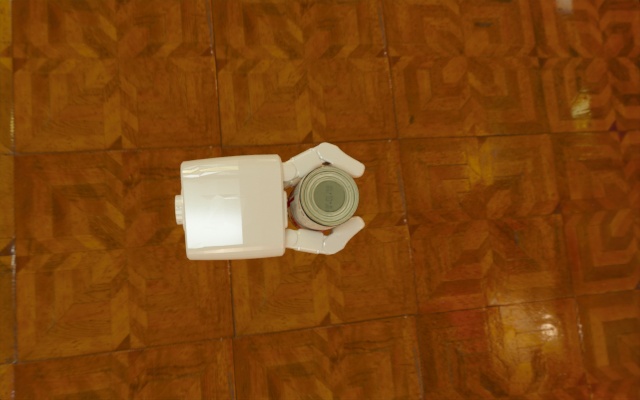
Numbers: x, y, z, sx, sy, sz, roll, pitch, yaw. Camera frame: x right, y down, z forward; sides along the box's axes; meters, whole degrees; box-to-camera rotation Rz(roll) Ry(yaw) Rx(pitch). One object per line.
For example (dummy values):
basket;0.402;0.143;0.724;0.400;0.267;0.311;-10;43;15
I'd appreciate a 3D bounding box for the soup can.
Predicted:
soup can;0.001;0.002;0.558;0.068;0.068;0.102;0;-8;-11
